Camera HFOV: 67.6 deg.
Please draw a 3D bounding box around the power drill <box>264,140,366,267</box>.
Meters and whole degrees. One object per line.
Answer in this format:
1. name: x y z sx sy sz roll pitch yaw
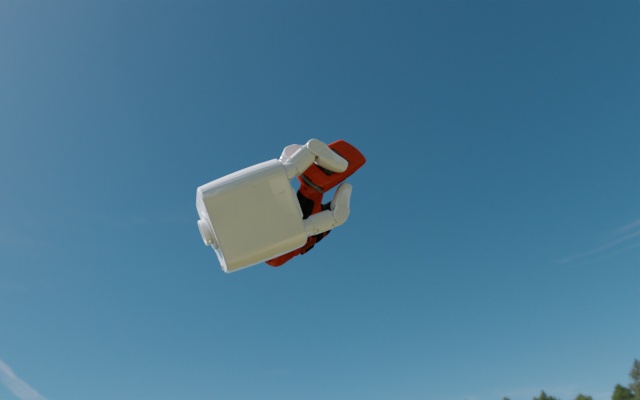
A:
1. power drill: 0.000 0.002 0.714 0.057 0.188 0.184 39 43 17
